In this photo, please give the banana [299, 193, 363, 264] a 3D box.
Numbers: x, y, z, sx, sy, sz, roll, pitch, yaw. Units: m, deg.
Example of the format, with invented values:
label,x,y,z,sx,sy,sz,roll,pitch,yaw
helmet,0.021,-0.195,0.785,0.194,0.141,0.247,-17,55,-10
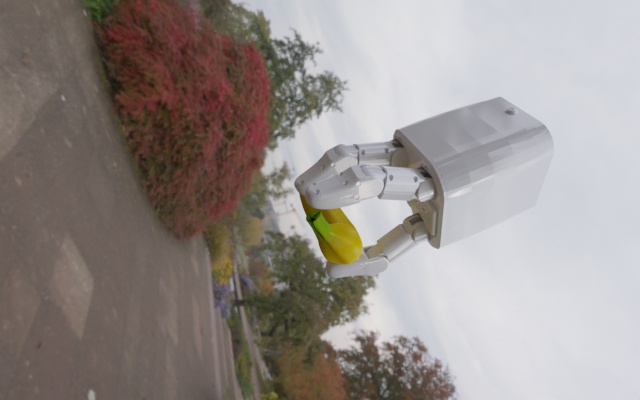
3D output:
label,x,y,z,sx,sy,sz,roll,pitch,yaw
banana,0.008,0.019,0.451,0.037,0.069,0.197,-24,11,-2
